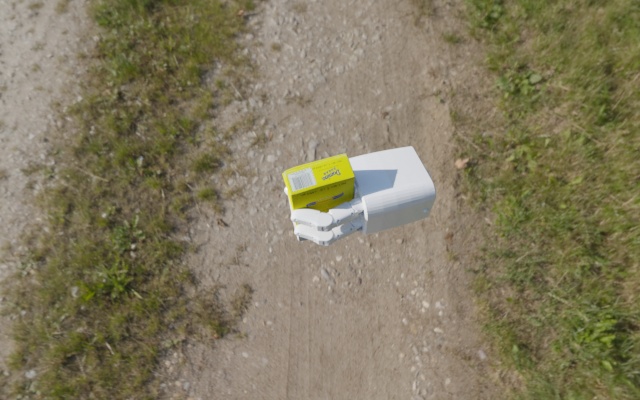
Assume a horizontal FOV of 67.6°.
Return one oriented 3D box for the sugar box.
[{"bbox_3d":[0.000,0.003,0.715,0.093,0.048,0.176,-16,-27,-5],"label":"sugar box"}]
